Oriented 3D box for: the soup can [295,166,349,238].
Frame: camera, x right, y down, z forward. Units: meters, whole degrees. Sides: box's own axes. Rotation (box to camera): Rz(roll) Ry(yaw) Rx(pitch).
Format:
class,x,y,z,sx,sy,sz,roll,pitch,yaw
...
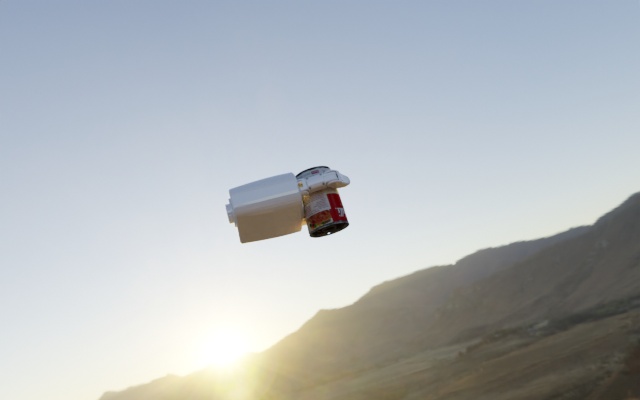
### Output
class,x,y,z,sx,sy,sz,roll,pitch,yaw
soup can,0.001,0.002,0.788,0.068,0.102,0.068,-16,-17,-5
